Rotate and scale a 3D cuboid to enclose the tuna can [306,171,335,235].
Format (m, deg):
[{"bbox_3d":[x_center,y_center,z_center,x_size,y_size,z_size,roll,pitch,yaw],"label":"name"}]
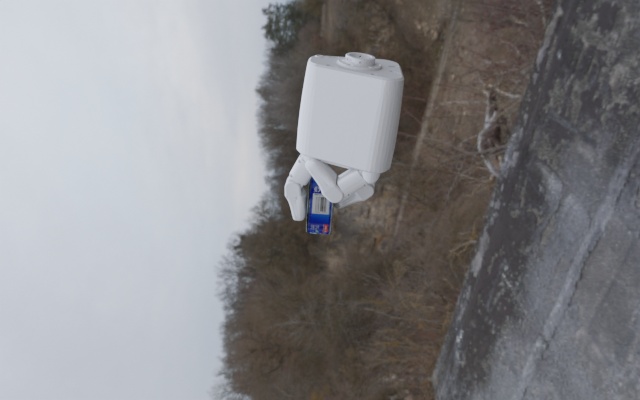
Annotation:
[{"bbox_3d":[0.000,0.002,0.633,0.034,0.086,0.086,4,0,0],"label":"tuna can"}]
